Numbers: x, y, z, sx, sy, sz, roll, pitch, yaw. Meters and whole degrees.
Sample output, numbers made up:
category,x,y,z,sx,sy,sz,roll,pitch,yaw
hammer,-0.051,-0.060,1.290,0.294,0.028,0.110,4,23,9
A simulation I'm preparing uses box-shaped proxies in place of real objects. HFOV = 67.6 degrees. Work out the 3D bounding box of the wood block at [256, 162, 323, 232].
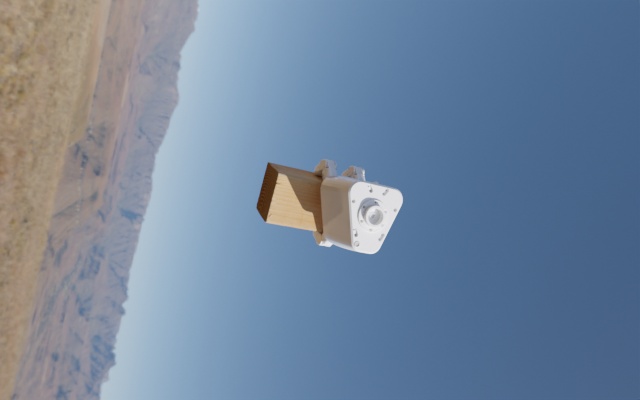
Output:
category,x,y,z,sx,sy,sz,roll,pitch,yaw
wood block,0.000,0.003,0.862,0.206,0.091,0.090,12,12,-22
